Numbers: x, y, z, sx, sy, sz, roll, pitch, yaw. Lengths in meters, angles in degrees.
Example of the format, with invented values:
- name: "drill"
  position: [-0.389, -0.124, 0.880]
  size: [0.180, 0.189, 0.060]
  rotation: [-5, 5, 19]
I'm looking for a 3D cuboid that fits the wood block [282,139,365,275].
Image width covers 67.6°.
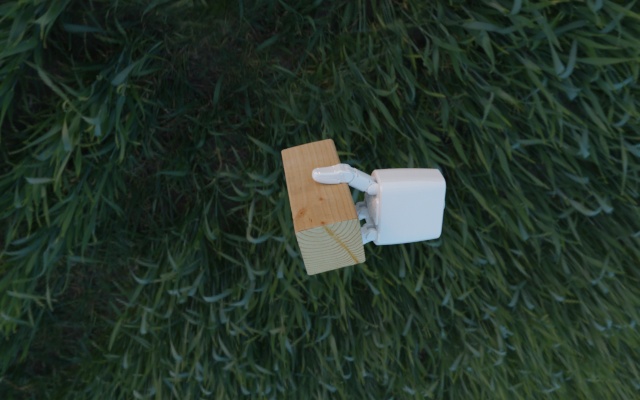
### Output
- name: "wood block"
  position: [0.000, 0.002, 0.746]
  size: [0.090, 0.091, 0.206]
  rotation: [-13, 40, -1]
